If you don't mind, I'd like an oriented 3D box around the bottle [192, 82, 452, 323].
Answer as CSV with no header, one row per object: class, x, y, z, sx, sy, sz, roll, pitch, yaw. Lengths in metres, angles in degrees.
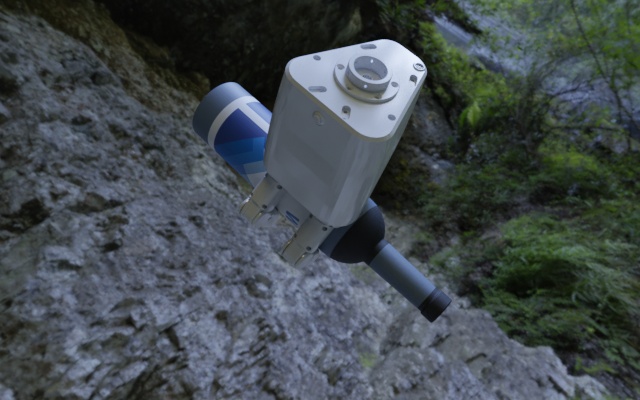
bottle,0.000,0.001,0.453,0.295,0.069,0.069,42,13,15
